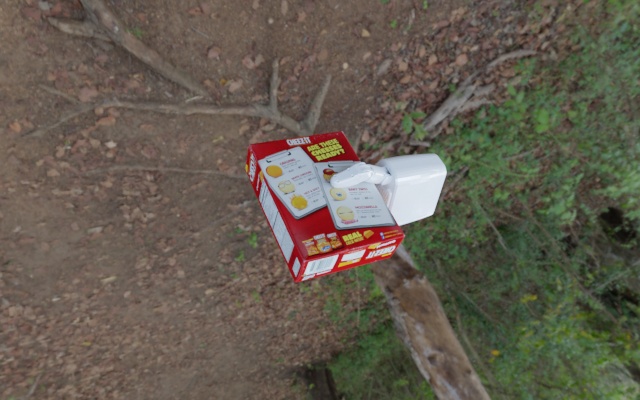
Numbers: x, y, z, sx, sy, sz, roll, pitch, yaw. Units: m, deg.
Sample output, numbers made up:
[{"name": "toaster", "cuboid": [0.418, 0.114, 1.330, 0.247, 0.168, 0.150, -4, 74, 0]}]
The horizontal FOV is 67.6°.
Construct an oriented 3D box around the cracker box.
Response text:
[{"name": "cracker box", "cuboid": [0.000, 0.002, 0.715, 0.164, 0.213, 0.072, -12, -34, -26]}]
